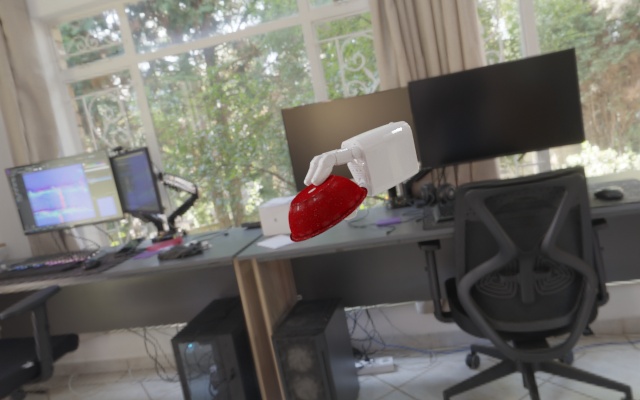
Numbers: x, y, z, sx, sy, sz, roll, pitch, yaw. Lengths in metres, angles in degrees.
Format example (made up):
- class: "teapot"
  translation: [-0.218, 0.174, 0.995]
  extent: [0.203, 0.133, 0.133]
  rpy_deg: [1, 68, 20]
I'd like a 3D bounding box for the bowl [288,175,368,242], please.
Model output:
- class: "bowl"
  translation: [-0.001, 0.003, 0.832]
  extent: [0.162, 0.055, 0.162]
  rpy_deg: [-32, 14, 9]
